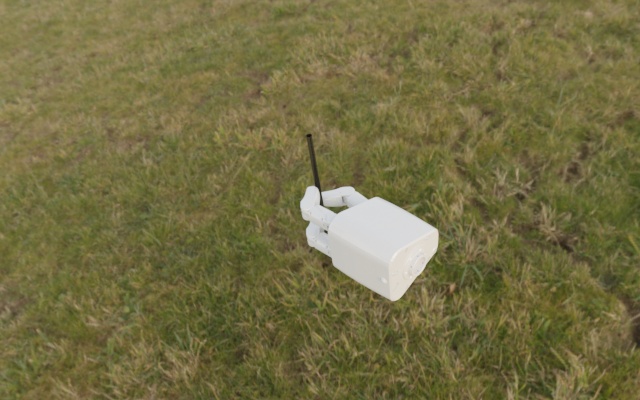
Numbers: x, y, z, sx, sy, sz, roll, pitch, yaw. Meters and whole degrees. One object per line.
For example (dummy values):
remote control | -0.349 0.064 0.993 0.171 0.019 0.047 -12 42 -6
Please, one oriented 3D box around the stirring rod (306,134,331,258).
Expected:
stirring rod | 0.000 0.002 0.728 0.011 0.240 0.011 -6 40 5
